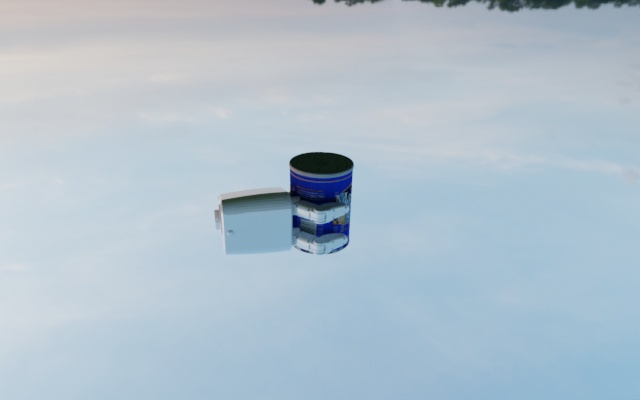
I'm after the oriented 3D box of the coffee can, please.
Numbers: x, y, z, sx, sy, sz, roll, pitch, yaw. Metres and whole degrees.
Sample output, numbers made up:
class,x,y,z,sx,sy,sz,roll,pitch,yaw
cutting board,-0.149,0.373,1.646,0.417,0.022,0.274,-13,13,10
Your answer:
class,x,y,z,sx,sy,sz,roll,pitch,yaw
coffee can,0.000,0.002,0.784,0.103,0.140,0.102,1,25,-1
